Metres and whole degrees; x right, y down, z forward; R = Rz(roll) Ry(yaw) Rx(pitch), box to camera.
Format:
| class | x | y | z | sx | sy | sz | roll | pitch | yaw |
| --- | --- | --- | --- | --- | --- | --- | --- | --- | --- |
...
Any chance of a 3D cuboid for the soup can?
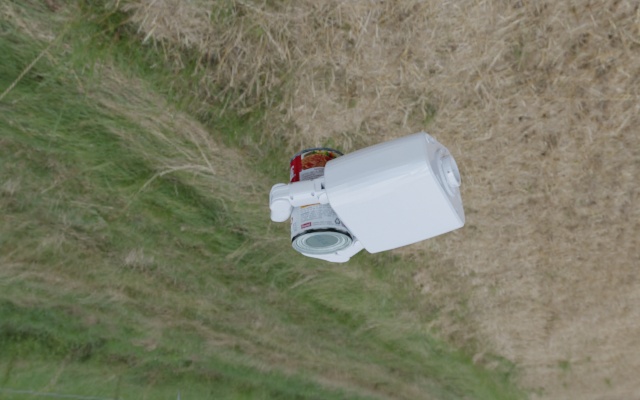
| class | x | y | z | sx | sy | sz | roll | pitch | yaw |
| --- | --- | --- | --- | --- | --- | --- | --- | --- | --- |
| soup can | 0.000 | 0.002 | 0.533 | 0.068 | 0.102 | 0.068 | -2 | -27 | -1 |
